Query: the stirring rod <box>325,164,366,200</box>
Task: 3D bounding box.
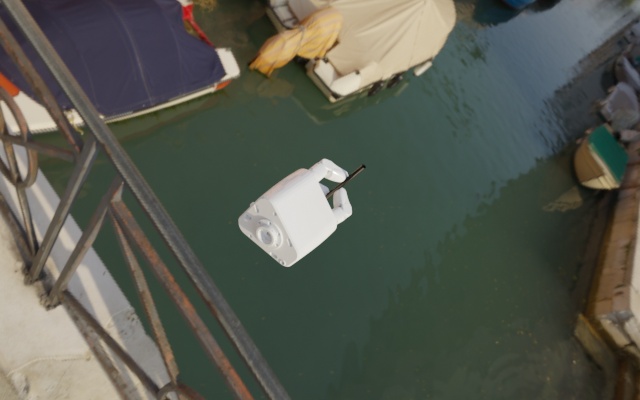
[{"bbox_3d":[0.000,0.003,0.849,0.011,0.011,0.240,0,-29,-41],"label":"stirring rod"}]
